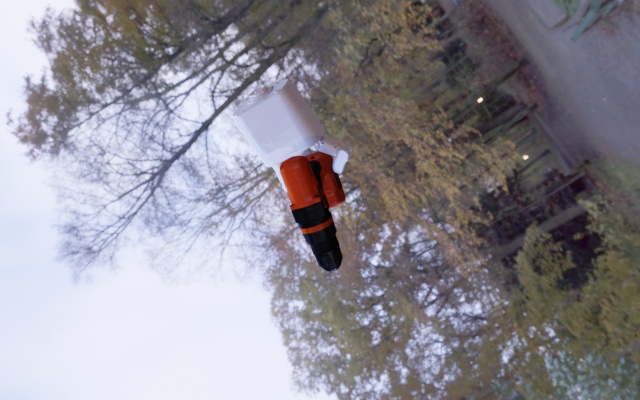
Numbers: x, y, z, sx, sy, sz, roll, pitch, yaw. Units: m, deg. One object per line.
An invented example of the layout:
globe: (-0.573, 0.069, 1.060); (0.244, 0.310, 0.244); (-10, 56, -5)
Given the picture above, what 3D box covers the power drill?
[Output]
power drill: (0.000, 0.002, 0.774); (0.057, 0.184, 0.187); (-16, 14, 12)
